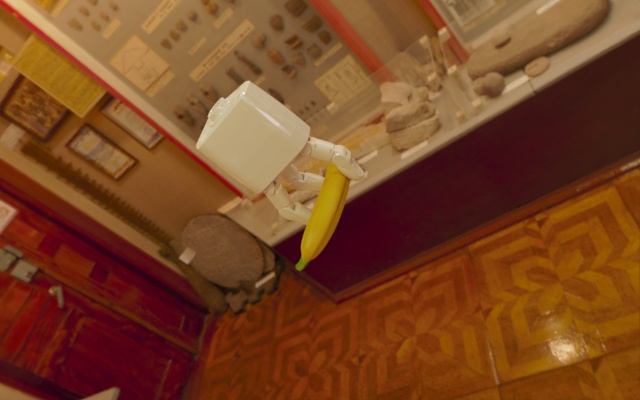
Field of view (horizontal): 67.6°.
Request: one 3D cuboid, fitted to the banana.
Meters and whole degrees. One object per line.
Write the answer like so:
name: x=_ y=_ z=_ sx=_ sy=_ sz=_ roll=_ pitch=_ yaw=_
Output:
banana: x=0.009 y=0.001 z=0.674 sx=0.037 sy=0.197 sz=0.069 roll=32 pitch=-26 yaw=-22
